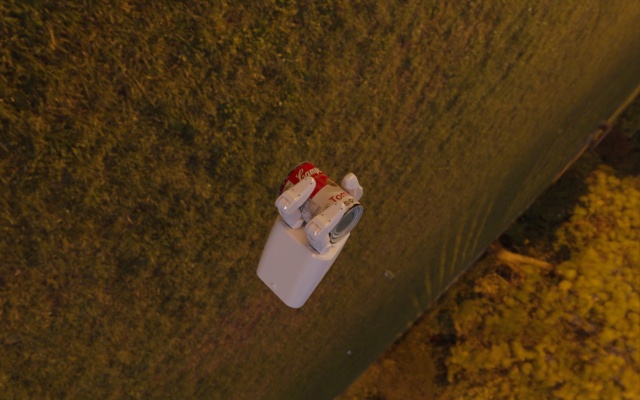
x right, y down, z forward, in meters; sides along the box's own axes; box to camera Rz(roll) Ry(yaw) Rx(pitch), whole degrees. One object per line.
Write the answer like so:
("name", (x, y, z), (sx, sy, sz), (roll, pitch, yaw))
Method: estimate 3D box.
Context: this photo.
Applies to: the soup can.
("soup can", (0.001, 0.002, 0.663), (0.102, 0.068, 0.068), (40, 18, 23))
